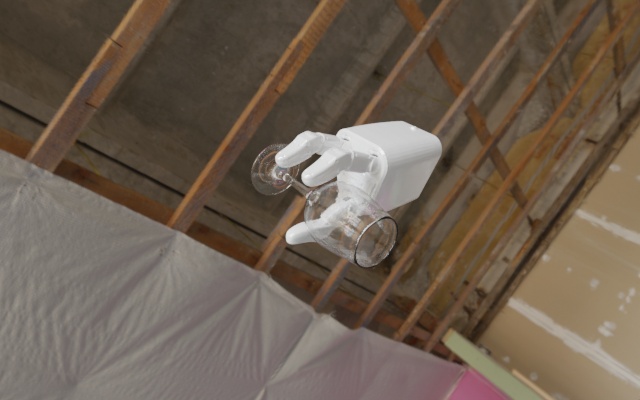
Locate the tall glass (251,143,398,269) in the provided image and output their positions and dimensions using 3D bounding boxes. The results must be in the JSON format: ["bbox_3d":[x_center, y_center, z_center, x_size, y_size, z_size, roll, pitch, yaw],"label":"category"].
[{"bbox_3d":[0.000,0.002,0.563,0.079,0.079,0.201,0,26,-41],"label":"tall glass"}]
